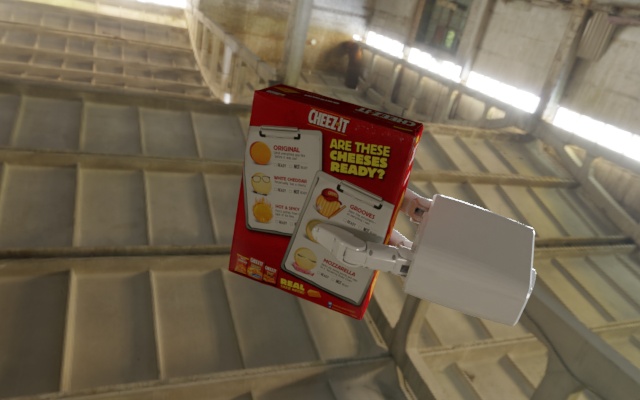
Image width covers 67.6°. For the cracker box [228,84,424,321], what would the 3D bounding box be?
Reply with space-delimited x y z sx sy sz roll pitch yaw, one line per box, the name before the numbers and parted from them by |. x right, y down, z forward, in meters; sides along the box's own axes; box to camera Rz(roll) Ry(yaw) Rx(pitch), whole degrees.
cracker box | 0.000 0.002 0.512 0.164 0.214 0.072 18 25 12
